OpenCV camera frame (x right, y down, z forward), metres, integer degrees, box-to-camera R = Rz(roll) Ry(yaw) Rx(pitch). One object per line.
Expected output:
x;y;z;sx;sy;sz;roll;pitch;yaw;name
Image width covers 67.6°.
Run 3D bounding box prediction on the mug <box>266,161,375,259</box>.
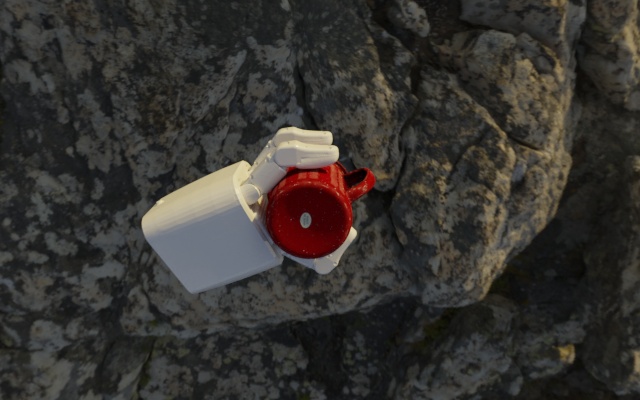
0.001;0.001;0.474;0.117;0.093;0.081;-23;19;8;mug
